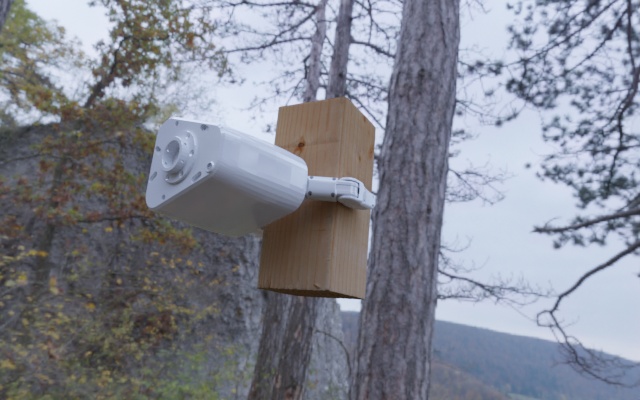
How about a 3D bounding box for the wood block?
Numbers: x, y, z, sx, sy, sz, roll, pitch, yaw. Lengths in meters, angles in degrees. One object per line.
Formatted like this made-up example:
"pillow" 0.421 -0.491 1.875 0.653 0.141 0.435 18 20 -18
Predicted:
"wood block" 0.000 0.002 0.536 0.091 0.206 0.090 -3 -17 28
